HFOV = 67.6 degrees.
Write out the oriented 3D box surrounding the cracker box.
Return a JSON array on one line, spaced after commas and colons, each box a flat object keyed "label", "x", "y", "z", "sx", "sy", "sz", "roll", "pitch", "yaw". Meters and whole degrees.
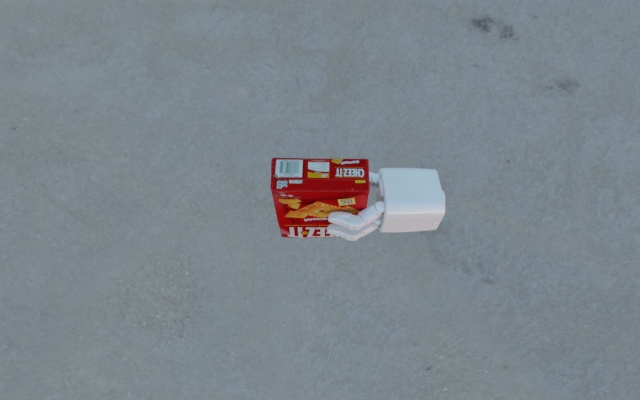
[{"label": "cracker box", "x": 0.000, "y": 0.003, "z": 0.874, "sx": 0.164, "sy": 0.072, "sz": 0.214, "roll": 0, "pitch": -26, "yaw": 1}]
